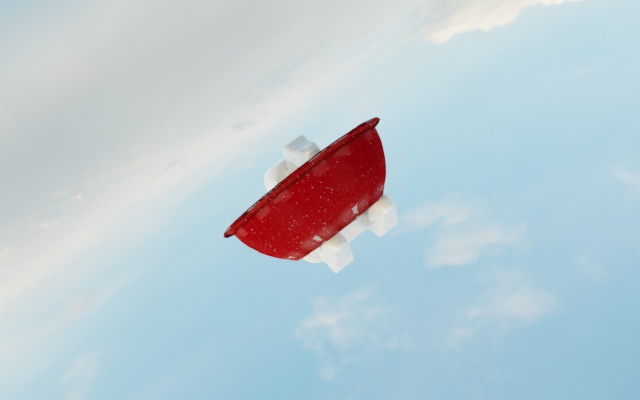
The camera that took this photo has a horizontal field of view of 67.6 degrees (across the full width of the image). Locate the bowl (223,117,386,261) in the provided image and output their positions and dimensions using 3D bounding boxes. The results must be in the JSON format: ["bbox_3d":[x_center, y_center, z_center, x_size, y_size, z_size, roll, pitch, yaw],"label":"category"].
[{"bbox_3d":[0.000,0.002,0.399,0.162,0.055,0.162,-37,-1,-1],"label":"bowl"}]
